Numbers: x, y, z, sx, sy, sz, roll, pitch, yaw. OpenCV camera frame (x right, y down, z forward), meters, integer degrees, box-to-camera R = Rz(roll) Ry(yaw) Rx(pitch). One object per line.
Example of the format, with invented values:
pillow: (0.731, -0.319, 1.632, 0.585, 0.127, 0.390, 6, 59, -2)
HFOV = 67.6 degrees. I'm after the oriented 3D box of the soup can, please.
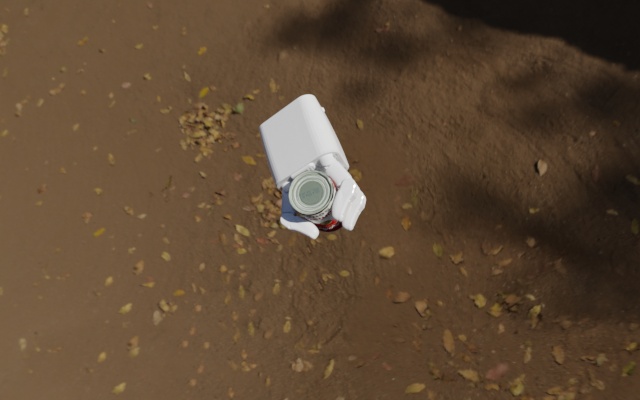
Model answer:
soup can: (0.000, 0.003, 0.702, 0.068, 0.068, 0.102, 0, -17, 17)
